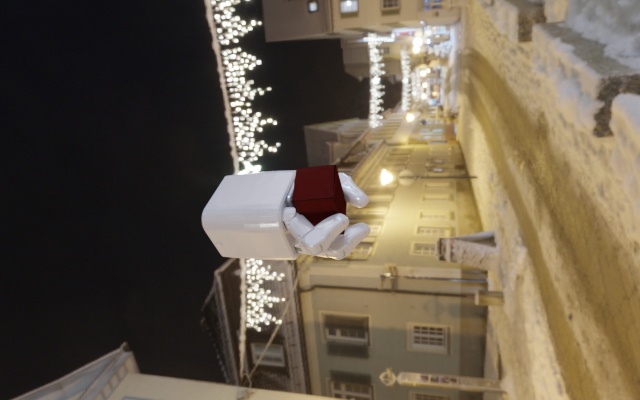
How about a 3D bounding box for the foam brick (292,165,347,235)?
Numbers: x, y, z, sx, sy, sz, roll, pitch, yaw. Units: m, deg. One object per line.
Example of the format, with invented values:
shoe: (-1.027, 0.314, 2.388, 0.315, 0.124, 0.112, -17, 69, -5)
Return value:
foam brick: (0.000, 0.002, 0.590, 0.051, 0.053, 0.078, -3, -39, 12)
